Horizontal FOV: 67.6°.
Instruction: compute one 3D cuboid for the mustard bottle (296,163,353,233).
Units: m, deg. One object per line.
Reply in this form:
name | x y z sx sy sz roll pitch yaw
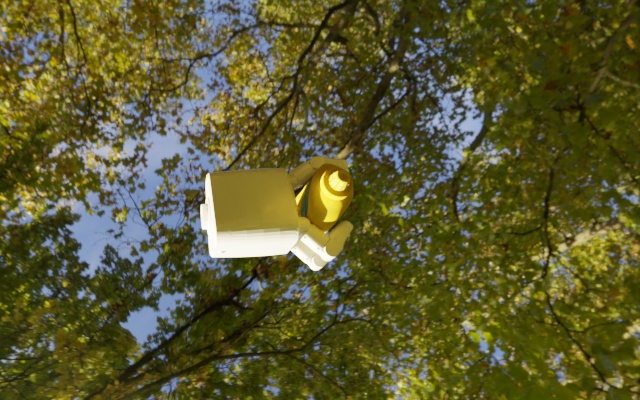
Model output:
mustard bottle | 0.000 0.002 0.660 0.058 0.096 0.192 21 -25 -9
